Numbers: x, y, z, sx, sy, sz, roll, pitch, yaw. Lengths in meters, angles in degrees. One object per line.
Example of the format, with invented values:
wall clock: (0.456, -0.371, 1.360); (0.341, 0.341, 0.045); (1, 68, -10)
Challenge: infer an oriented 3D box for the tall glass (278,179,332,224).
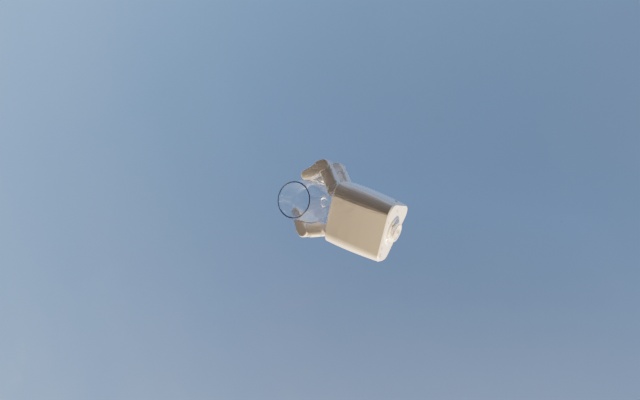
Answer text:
tall glass: (0.000, 0.003, 0.871); (0.079, 0.079, 0.201); (0, -2, 27)
